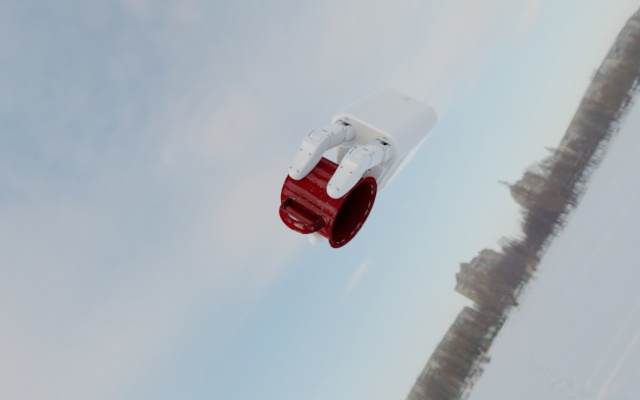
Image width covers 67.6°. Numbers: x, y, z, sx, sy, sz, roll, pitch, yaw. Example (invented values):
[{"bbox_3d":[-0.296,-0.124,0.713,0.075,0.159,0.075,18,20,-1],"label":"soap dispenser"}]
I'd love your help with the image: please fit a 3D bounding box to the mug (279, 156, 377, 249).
[{"bbox_3d":[-0.001,0.002,0.553,0.081,0.093,0.117,30,44,26],"label":"mug"}]
